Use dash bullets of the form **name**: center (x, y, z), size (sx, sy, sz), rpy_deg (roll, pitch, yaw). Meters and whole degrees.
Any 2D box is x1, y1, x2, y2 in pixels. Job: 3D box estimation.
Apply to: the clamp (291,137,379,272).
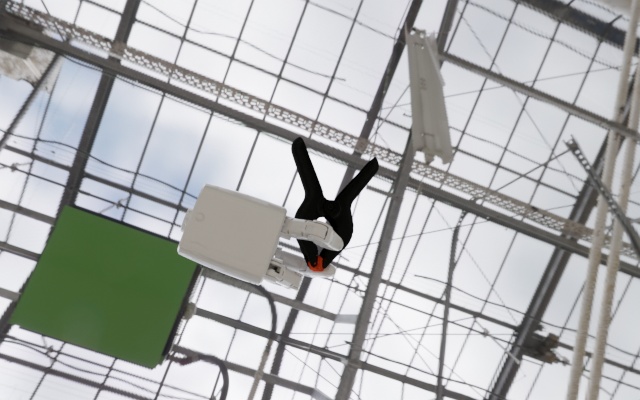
- **clamp**: center (0.000, 0.002, 0.614), size (0.120, 0.171, 0.039), rpy_deg (20, -16, -6)
